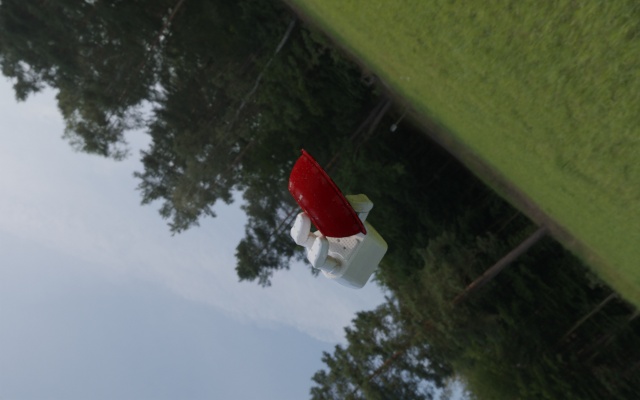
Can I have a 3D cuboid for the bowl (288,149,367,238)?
[{"bbox_3d":[-0.001,0.002,0.722,0.055,0.162,0.162,-37,3,-4],"label":"bowl"}]
